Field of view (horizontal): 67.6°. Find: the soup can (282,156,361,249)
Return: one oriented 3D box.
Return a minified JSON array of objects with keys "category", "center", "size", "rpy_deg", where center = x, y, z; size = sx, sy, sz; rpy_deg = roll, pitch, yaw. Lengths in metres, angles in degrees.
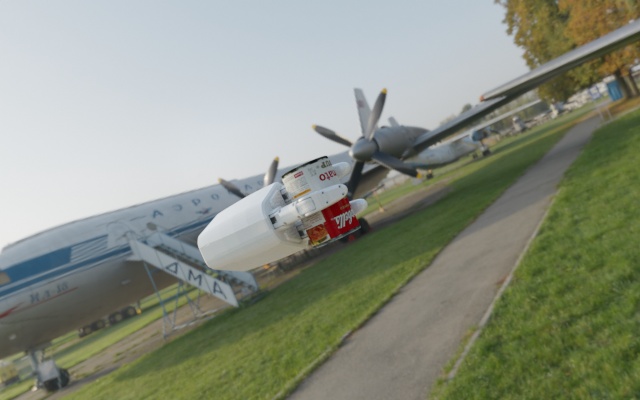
[{"category":"soup can","center":[0.000,0.002,0.613],"size":[0.068,0.102,0.068],"rpy_deg":[-25,-1,-1]}]
